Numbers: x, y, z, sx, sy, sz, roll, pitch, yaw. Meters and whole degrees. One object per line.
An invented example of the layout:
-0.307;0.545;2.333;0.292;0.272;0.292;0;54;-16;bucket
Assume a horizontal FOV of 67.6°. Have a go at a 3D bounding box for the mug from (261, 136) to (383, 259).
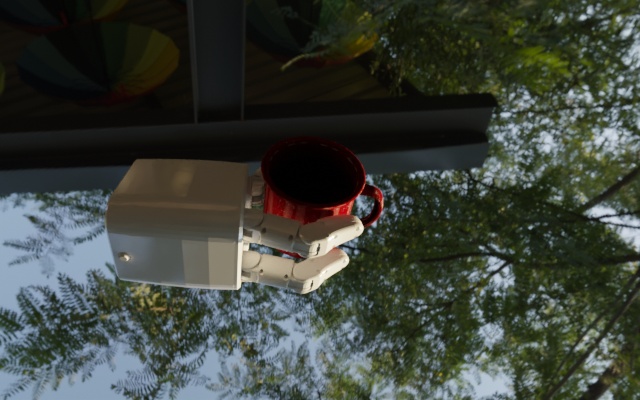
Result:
0.001;0.002;0.450;0.117;0.093;0.082;6;-45;-7;mug
